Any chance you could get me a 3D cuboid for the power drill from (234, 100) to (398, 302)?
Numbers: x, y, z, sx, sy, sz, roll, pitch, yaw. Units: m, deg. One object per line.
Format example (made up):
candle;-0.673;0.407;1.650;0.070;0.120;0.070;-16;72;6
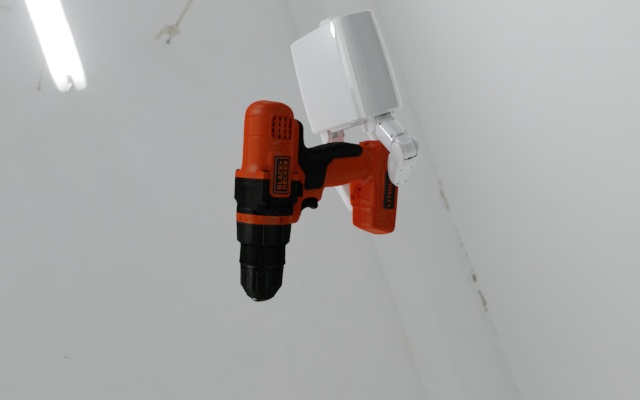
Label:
power drill;0.000;0.001;0.484;0.187;0.184;0.057;0;6;-43
